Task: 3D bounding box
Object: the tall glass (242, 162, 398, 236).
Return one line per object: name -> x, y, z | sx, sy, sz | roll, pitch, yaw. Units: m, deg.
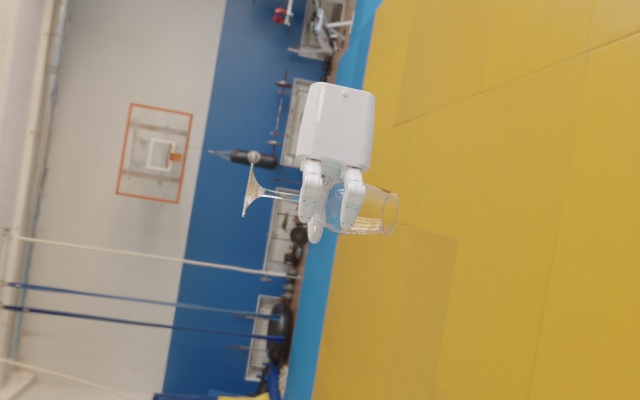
tall glass -> -0.001, 0.002, 0.647 | 0.201, 0.079, 0.079 | 10, -2, -8
